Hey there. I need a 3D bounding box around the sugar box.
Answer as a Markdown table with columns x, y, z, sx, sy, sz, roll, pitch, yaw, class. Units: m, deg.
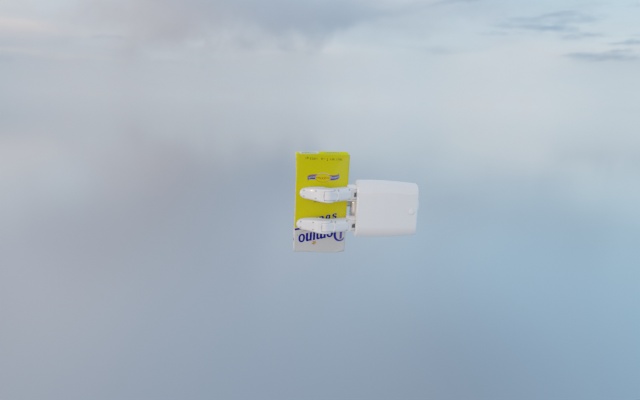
| x | y | z | sx | sy | sz | roll | pitch | yaw | class |
| --- | --- | --- | --- | --- | --- | --- | --- | --- | --- |
| 0.000 | 0.003 | 0.838 | 0.093 | 0.176 | 0.048 | 1 | 12 | -4 | sugar box |
